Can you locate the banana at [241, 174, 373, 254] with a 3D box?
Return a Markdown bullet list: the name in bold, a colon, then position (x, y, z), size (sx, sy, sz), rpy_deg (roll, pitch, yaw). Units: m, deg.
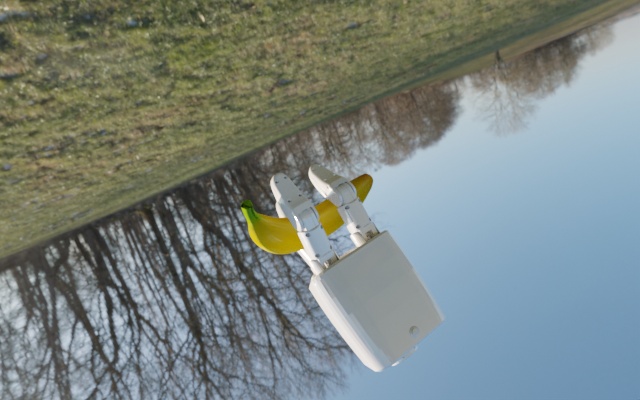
- **banana**: position (-0.008, 0.018, 0.522), size (0.037, 0.070, 0.198), rpy_deg (38, 34, 28)
